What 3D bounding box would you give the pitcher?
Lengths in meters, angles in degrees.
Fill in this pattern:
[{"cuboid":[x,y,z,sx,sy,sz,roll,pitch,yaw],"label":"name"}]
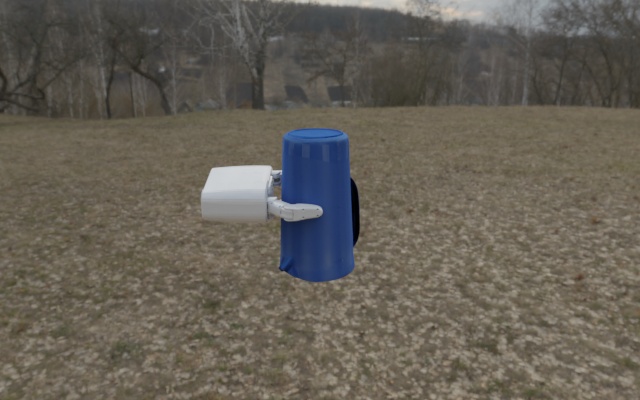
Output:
[{"cuboid":[0.000,0.003,0.818,0.145,0.243,0.149,0,17,1],"label":"pitcher"}]
